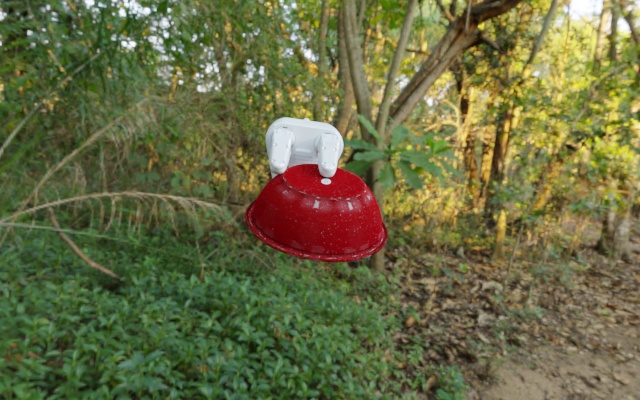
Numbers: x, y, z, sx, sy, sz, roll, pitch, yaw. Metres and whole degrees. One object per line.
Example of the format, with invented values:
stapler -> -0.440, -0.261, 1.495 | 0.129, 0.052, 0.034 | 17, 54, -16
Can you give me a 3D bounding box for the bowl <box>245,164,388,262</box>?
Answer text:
bowl -> 0.000, 0.002, 0.526 | 0.162, 0.055, 0.162 | 8, 26, -4
